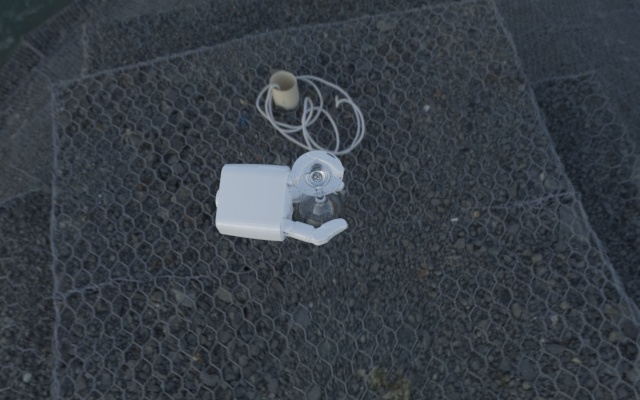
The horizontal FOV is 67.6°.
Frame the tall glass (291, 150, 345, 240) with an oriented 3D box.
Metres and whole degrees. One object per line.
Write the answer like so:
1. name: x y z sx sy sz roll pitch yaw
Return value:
1. tall glass: 0.000 0.002 0.762 0.079 0.079 0.201 0 -25 3
